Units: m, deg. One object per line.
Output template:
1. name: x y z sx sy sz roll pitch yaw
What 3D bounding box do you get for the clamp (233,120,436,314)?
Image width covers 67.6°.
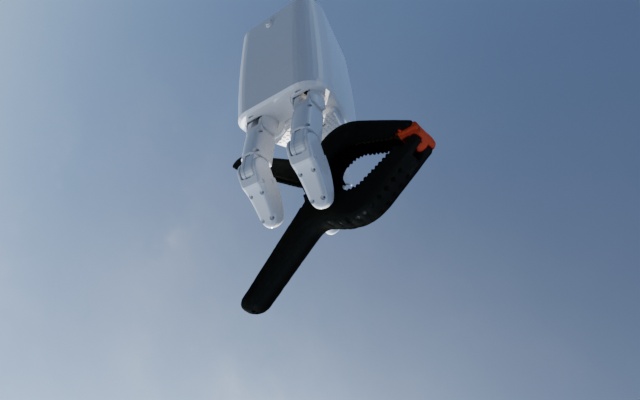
1. clamp: 0.001 0.001 0.410 0.210 0.164 0.036 -21 -31 32
